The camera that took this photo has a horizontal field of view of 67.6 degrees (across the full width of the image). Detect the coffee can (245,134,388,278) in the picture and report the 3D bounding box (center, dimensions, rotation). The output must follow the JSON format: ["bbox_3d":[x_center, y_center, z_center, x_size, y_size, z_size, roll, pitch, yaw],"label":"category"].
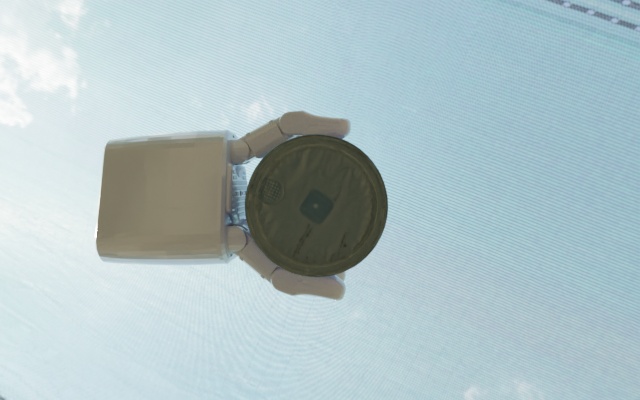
[{"bbox_3d":[0.000,0.001,0.408,0.103,0.103,0.140,0,2,3],"label":"coffee can"}]
